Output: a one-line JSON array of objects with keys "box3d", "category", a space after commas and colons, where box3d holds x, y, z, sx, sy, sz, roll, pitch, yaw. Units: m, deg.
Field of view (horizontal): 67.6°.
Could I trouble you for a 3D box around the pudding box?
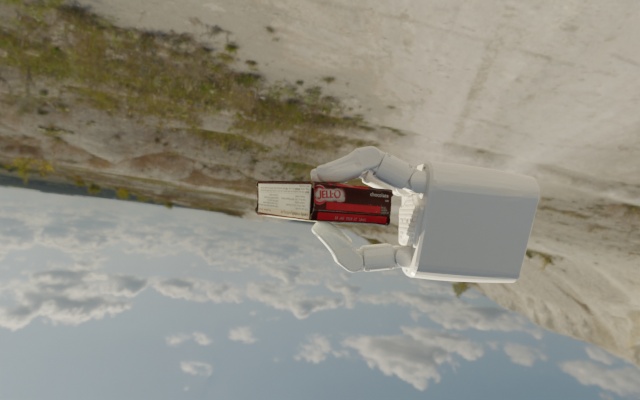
[{"box3d": [0.000, 0.002, 0.464, 0.090, 0.039, 0.113, 6, -3, -33], "category": "pudding box"}]
